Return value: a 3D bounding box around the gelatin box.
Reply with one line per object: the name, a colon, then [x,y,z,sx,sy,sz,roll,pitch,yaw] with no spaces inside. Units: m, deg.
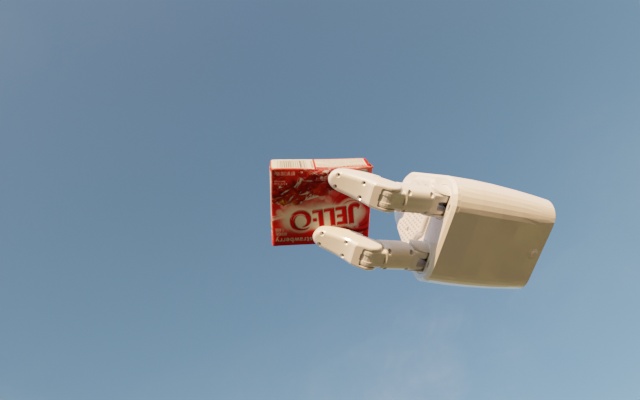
gelatin box: [0.000,0.001,0.426,0.089,0.073,0.030,-1,22,-6]
